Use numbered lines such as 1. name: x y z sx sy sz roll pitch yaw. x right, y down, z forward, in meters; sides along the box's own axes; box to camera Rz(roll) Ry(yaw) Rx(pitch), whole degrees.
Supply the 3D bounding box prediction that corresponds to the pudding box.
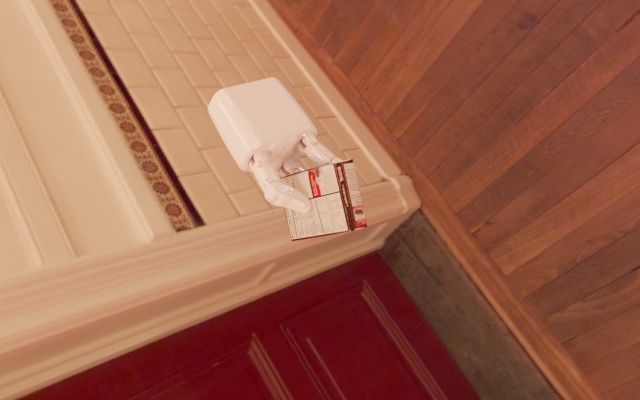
1. pudding box: 0.000 0.002 0.622 0.039 0.090 0.113 -13 0 -45
